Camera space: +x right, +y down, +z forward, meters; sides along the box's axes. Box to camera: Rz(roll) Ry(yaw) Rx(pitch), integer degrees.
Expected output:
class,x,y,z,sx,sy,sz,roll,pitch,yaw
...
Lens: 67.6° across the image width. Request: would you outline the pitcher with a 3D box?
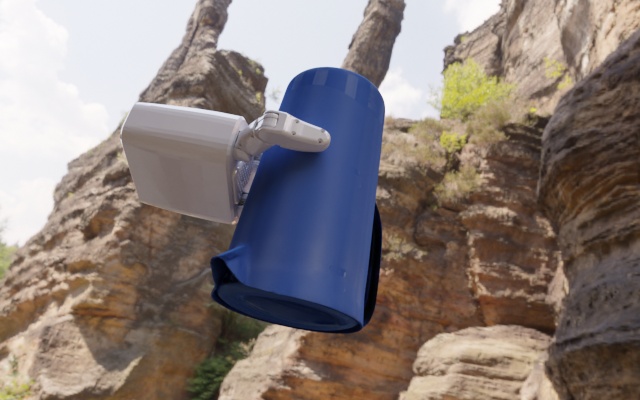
class,x,y,z,sx,sy,sz,roll,pitch,yaw
pitcher,0.000,0.001,0.465,0.145,0.242,0.149,11,-25,5
